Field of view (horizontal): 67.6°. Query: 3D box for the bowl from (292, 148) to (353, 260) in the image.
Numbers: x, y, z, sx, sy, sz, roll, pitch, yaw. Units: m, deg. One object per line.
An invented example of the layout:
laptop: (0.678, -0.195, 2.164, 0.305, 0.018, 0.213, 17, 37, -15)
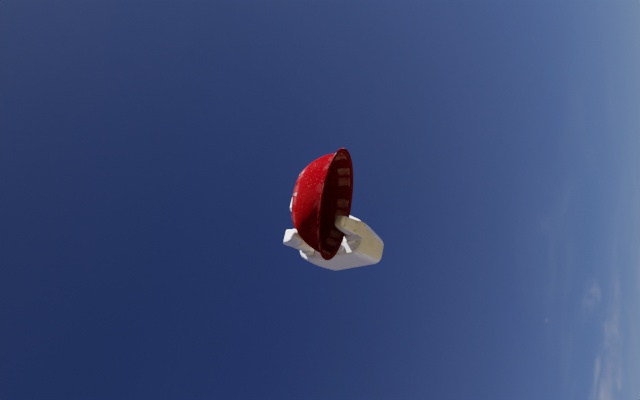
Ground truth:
bowl: (-0.001, 0.001, 0.688, 0.055, 0.162, 0.162, 9, 3, 17)
